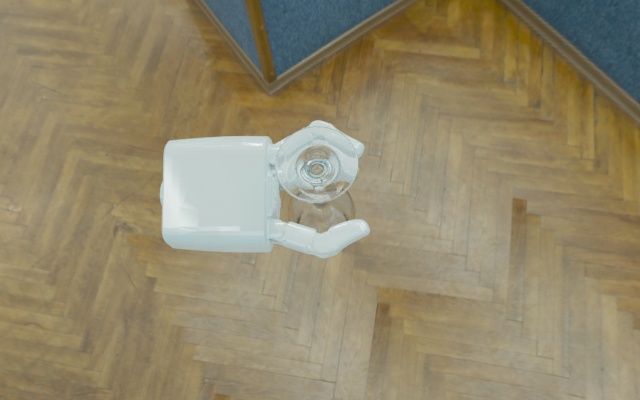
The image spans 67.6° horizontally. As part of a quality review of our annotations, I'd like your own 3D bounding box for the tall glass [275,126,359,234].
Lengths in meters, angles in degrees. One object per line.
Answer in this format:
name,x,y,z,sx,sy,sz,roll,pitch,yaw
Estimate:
tall glass,0.000,0.002,0.514,0.079,0.079,0.201,0,-20,3
